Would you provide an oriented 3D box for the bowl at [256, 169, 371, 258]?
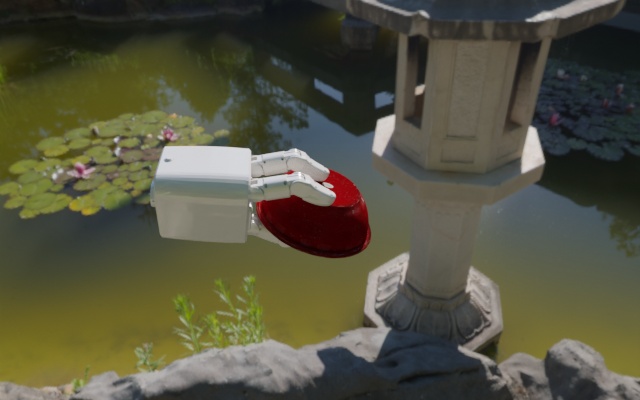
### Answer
[{"bbox_3d":[0.001,0.002,0.627,0.162,0.055,0.162,15,31,-10],"label":"bowl"}]
